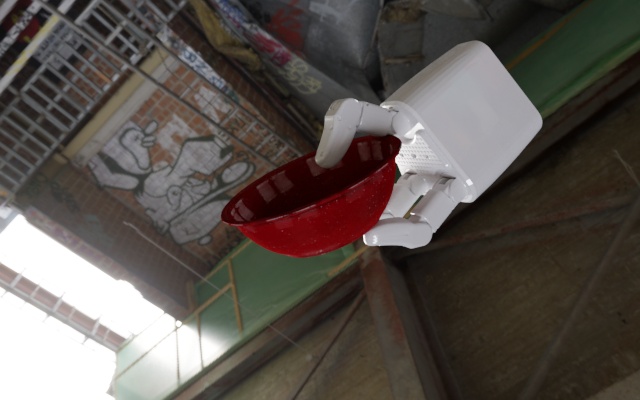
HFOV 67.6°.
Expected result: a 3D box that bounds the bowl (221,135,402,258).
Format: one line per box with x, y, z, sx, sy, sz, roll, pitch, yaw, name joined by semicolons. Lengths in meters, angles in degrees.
-0.001;0.002;0.407;0.162;0.055;0.162;-21;17;7;bowl
